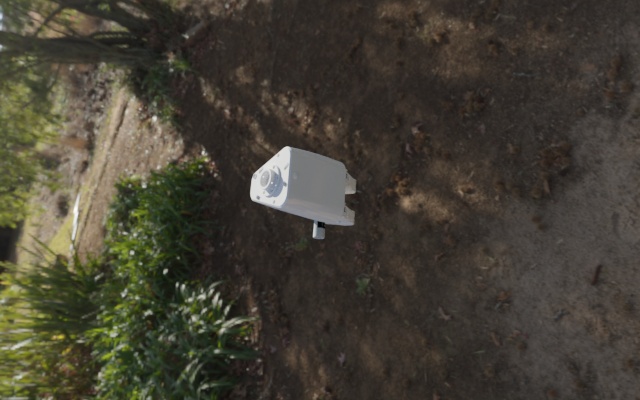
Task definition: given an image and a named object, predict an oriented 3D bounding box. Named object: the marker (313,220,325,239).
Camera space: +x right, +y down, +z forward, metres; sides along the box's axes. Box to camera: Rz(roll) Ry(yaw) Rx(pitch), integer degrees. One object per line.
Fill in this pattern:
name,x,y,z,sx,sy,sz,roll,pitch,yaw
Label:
marker,0.000,0.003,0.788,0.020,0.121,0.020,3,-15,1
